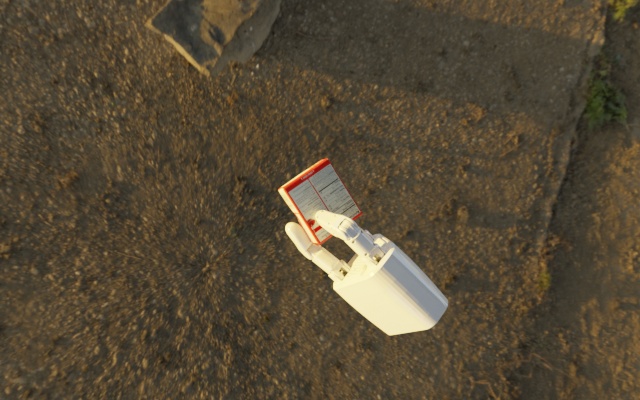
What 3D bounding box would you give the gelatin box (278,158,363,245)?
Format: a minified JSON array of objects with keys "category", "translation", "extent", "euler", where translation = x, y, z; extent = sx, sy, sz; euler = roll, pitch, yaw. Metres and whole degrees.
[{"category":"gelatin box","translation":[0.000,0.002,0.619],"extent":[0.073,0.089,0.030],"euler":[-35,10,-17]}]
